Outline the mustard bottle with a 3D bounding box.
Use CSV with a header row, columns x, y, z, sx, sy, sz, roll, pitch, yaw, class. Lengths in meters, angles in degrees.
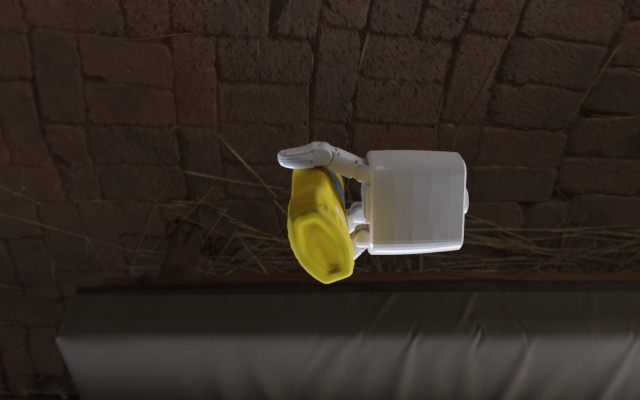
x,y,z,sx,sy,sz,roll,pitch,yaw,class
0.000,0.002,0.554,0.058,0.096,0.191,-23,27,11,mustard bottle
